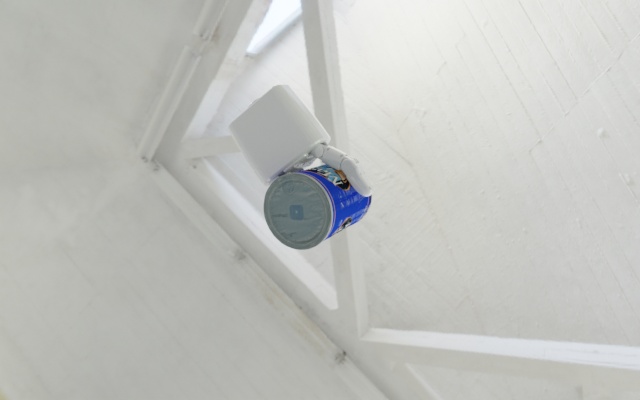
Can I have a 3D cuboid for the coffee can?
[{"bbox_3d":[0.000,0.002,0.680,0.103,0.103,0.140,0,11,28],"label":"coffee can"}]
